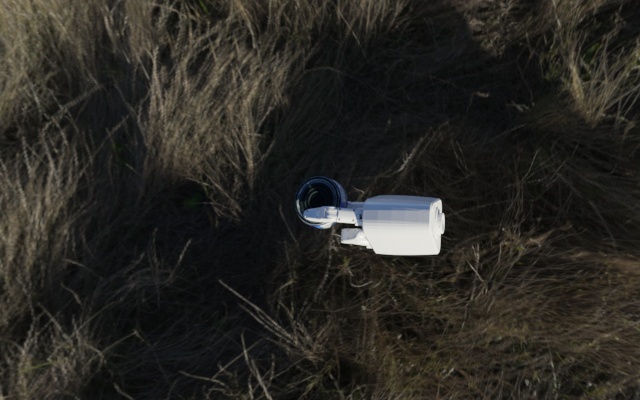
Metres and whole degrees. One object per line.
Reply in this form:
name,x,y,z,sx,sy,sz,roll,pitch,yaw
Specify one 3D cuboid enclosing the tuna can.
tuna can,0.000,0.003,0.801,0.086,0.086,0.034,0,-9,25
